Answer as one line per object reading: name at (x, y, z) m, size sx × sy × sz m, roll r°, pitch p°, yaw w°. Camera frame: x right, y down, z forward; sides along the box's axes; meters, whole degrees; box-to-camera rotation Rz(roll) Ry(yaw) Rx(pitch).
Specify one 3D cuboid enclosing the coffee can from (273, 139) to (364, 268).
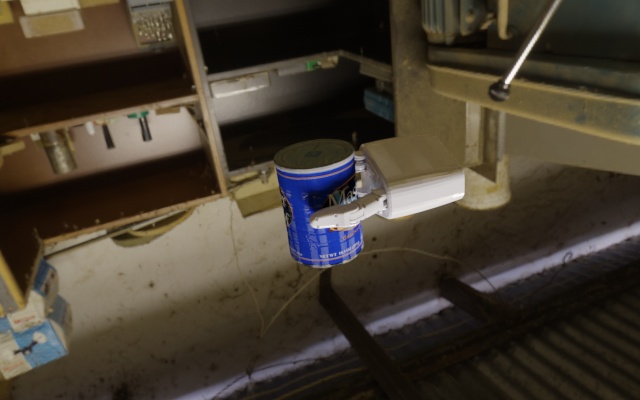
coffee can at (0.000, 0.002, 0.629) m, size 0.103 × 0.140 × 0.102 m, roll -6°, pitch 26°, yaw 3°
